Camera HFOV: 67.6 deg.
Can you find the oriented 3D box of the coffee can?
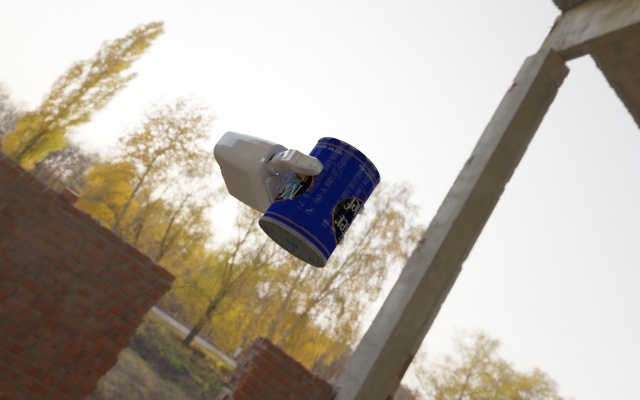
[{"bbox_3d":[0.000,0.002,0.626,0.103,0.140,0.103,31,-18,12],"label":"coffee can"}]
